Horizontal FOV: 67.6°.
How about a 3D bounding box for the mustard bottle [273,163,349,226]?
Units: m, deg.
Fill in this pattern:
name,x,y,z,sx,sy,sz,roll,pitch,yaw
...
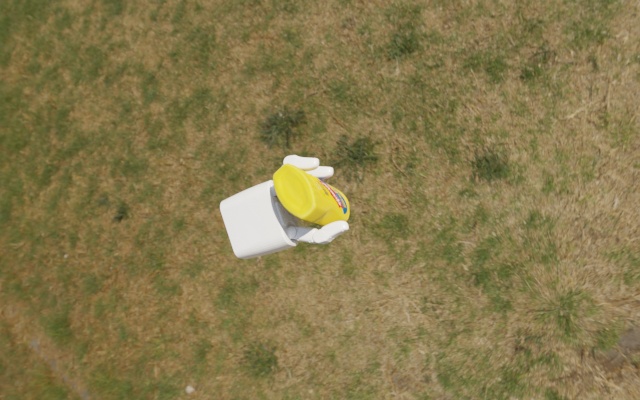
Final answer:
name,x,y,z,sx,sy,sz,roll,pitch,yaw
mustard bottle,0.000,0.002,0.799,0.058,0.096,0.192,-43,-26,12
